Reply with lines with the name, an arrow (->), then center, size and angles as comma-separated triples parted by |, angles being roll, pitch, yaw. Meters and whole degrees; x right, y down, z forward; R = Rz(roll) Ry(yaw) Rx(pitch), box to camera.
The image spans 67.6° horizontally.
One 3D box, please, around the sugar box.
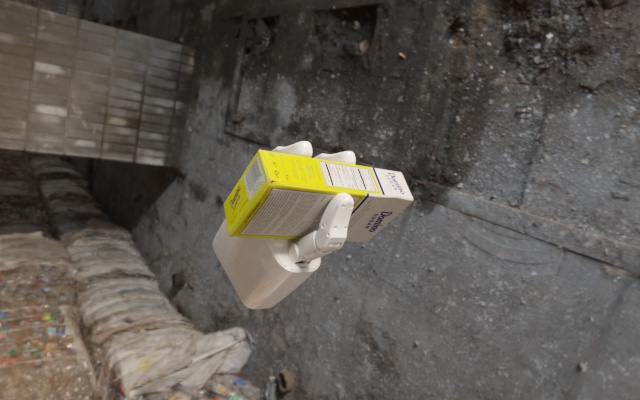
sugar box -> 0.000, 0.001, 0.497 | 0.176, 0.048, 0.093 | 4, -37, -36
